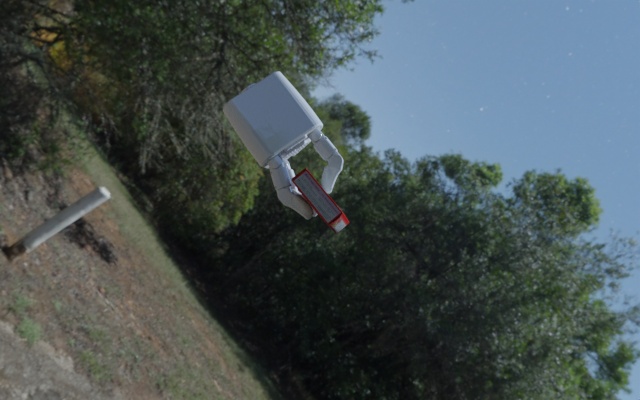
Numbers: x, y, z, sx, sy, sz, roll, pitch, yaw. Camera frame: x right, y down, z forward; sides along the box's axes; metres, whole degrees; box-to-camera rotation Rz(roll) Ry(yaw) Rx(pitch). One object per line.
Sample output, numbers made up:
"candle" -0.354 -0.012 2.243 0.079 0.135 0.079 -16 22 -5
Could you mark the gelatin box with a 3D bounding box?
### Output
"gelatin box" 0.001 0.002 0.697 0.030 0.089 0.073 -40 -17 -1
